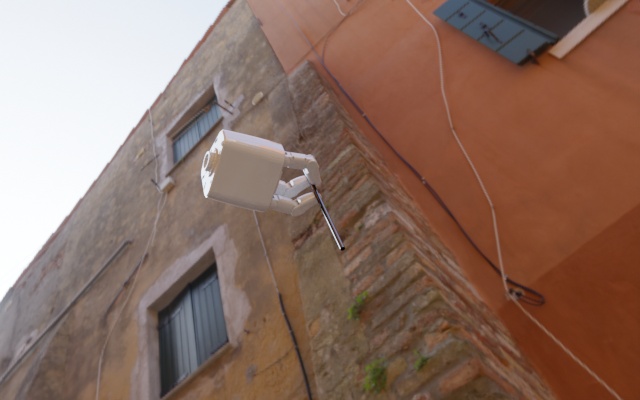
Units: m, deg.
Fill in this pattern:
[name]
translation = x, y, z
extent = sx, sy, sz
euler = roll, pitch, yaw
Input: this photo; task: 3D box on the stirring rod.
[stirring rod]
translation = 0.000, 0.003, 0.806
extent = 0.011, 0.011, 0.239
euler = 0, 35, -20
